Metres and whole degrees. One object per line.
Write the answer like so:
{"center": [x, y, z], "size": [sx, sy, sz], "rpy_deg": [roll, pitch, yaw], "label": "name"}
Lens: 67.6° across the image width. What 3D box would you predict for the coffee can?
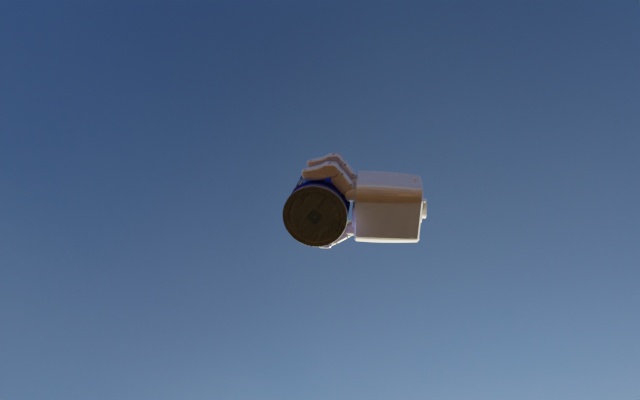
{"center": [0.000, 0.003, 0.808], "size": [0.103, 0.103, 0.140], "rpy_deg": [0, 20, 8], "label": "coffee can"}
